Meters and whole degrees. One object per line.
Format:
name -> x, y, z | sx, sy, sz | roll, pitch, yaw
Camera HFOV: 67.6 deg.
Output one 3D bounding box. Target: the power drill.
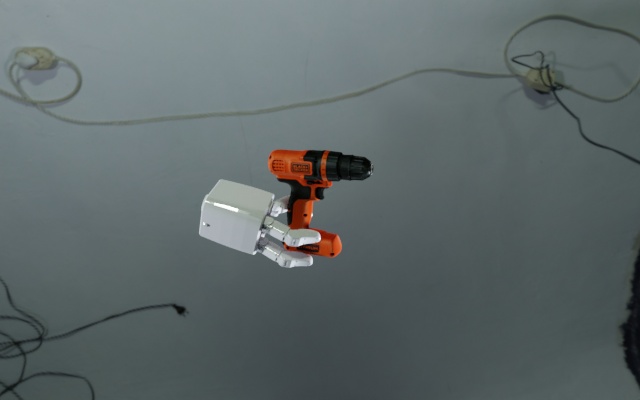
power drill -> 0.000, 0.003, 0.839 | 0.184, 0.188, 0.057 | 7, 20, 19
